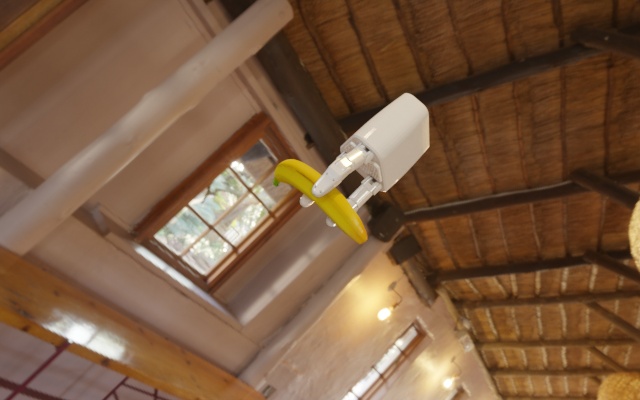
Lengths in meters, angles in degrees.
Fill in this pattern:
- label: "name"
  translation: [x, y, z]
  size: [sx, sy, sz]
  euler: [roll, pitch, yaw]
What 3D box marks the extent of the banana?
- label: "banana"
  translation: [-0.007, -0.011, 0.676]
  size: [0.037, 0.070, 0.197]
  euler: [-41, 51, -17]
